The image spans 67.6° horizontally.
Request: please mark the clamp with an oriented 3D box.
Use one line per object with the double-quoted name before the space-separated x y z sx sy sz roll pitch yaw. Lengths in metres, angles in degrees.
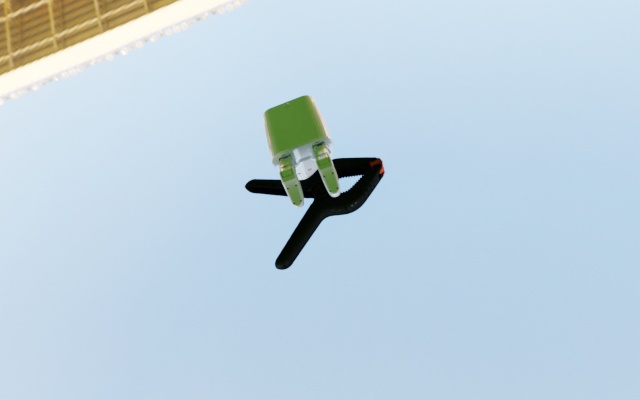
"clamp" 0.001 0.002 0.697 0.210 0.164 0.036 -21 -34 4
